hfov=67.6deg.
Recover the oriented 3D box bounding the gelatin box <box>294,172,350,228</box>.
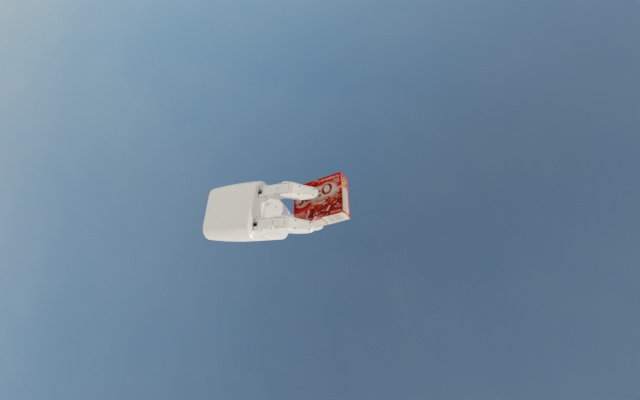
[{"bbox_3d":[0.001,0.003,0.756,0.089,0.073,0.030,-16,-33,24],"label":"gelatin box"}]
